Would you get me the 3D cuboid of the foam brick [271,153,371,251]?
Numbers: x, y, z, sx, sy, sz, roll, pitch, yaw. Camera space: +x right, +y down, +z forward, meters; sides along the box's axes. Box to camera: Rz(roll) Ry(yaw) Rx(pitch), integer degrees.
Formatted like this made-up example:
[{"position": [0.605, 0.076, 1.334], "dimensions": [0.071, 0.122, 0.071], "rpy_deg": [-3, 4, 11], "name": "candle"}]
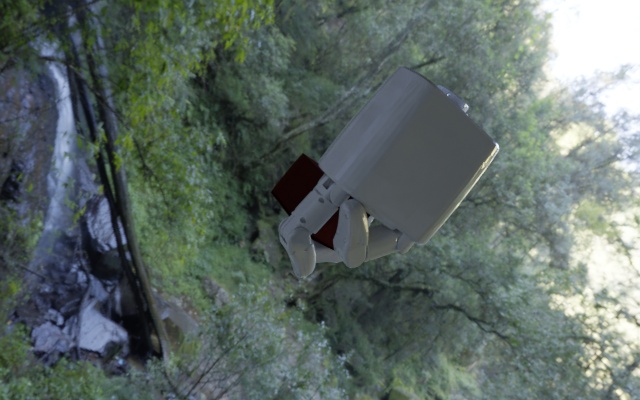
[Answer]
[{"position": [0.000, 0.001, 0.451], "dimensions": [0.053, 0.051, 0.078], "rpy_deg": [30, 12, -41], "name": "foam brick"}]
